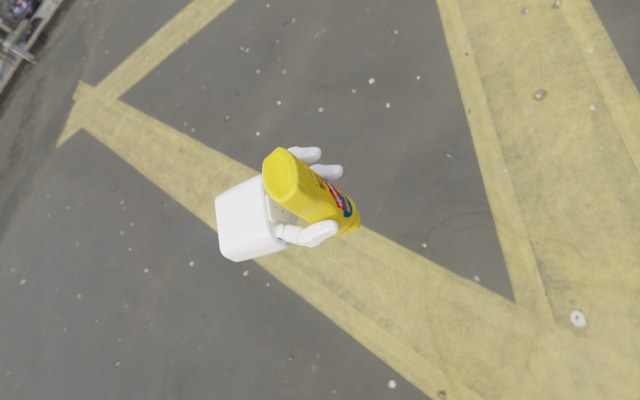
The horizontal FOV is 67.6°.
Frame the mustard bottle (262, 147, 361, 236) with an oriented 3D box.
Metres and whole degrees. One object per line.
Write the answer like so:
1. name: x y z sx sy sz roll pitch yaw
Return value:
1. mustard bottle: 0.000 0.002 0.699 0.058 0.096 0.192 -41 -44 15
